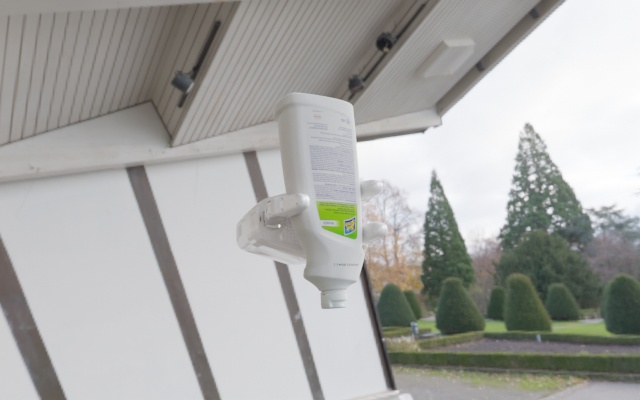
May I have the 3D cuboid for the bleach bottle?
[{"bbox_3d":[0.000,0.002,0.574,0.102,0.250,0.068,3,-16,-27],"label":"bleach bottle"}]
